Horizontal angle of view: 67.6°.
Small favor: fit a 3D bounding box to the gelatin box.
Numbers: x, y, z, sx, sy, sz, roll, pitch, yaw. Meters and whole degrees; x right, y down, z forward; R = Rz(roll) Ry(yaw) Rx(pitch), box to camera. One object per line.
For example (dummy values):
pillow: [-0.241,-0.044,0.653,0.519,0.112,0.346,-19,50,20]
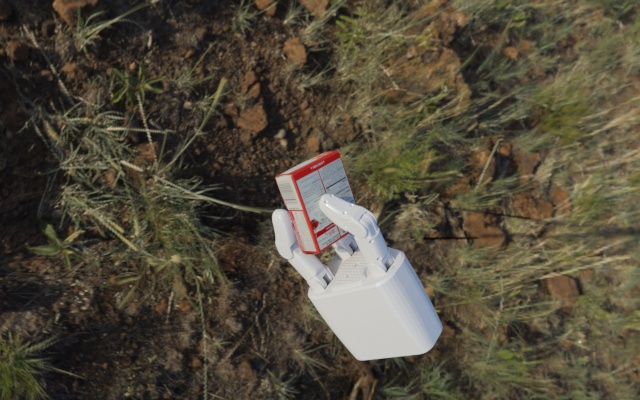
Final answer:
gelatin box: [0.000,0.001,0.500,0.030,0.089,0.073,-3,21,47]
